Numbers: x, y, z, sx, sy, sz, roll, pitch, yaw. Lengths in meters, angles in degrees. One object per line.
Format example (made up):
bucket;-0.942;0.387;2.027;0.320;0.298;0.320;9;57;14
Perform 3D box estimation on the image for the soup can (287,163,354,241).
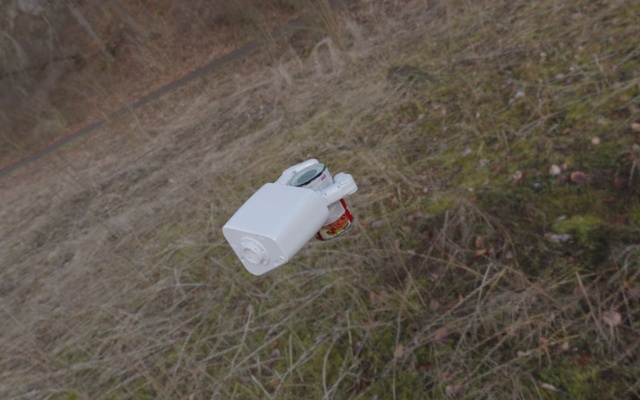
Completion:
soup can;0.000;0.002;0.739;0.068;0.102;0.068;-25;21;11
